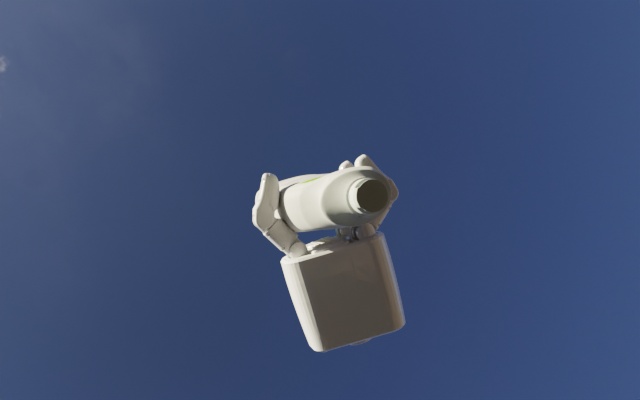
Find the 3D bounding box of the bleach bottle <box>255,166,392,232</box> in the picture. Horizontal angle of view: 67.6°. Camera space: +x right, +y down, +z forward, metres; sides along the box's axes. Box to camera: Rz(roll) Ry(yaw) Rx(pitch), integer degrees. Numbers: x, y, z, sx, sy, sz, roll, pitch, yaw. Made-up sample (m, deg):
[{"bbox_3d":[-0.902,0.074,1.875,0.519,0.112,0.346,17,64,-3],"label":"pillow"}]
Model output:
[{"bbox_3d":[0.000,0.002,0.510,0.102,0.068,0.251,-18,4,-16],"label":"bleach bottle"}]
